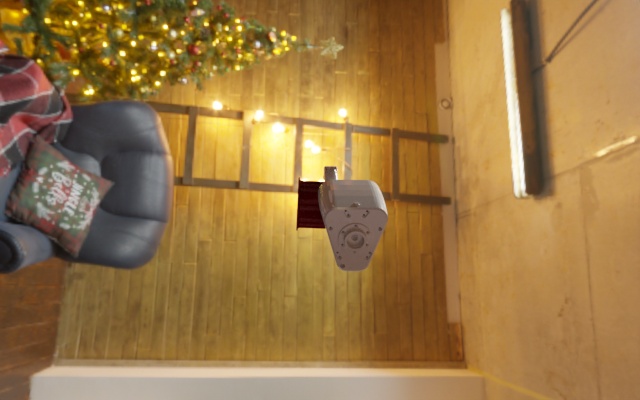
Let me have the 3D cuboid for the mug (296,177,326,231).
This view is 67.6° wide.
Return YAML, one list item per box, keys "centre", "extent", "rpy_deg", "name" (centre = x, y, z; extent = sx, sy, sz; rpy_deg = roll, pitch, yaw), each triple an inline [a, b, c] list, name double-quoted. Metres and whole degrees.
- centre: [0.000, 0.002, 0.837]
  extent: [0.081, 0.093, 0.117]
  rpy_deg: [2, 24, -3]
  name: "mug"
